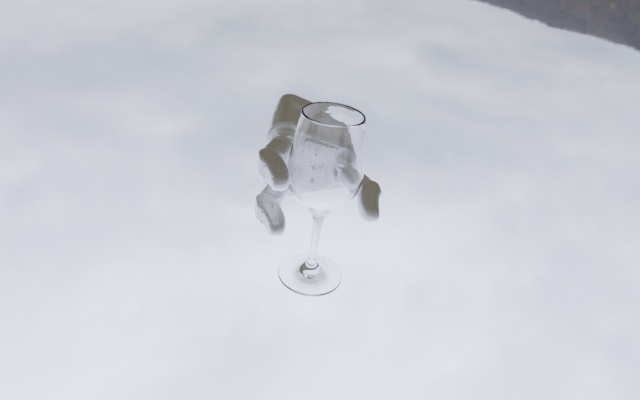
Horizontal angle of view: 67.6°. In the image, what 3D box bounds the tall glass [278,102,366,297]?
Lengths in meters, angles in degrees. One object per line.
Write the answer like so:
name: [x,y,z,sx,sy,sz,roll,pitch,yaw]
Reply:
tall glass: [0.000,0.002,0.503,0.079,0.201,0.079,6,32,-4]
